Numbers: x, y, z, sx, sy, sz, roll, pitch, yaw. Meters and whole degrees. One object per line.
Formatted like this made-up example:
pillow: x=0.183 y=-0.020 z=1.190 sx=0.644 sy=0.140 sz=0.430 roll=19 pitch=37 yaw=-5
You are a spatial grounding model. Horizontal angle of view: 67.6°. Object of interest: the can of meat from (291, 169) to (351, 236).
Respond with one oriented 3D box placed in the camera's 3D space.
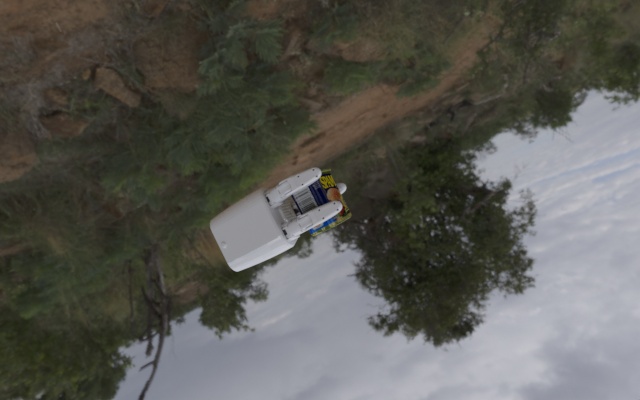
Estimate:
can of meat: x=0.000 y=0.003 z=0.724 sx=0.057 sy=0.084 sz=0.102 roll=-28 pitch=-3 yaw=17
